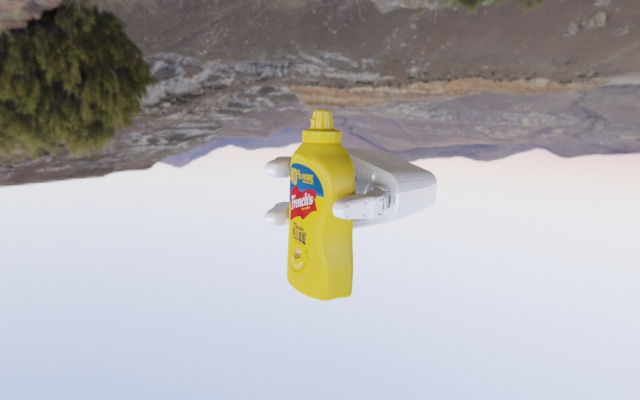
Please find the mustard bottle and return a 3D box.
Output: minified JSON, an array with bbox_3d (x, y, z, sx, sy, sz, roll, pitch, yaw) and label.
[{"bbox_3d":[0.000,0.002,0.507,0.058,0.191,0.096,-3,11,-27],"label":"mustard bottle"}]
